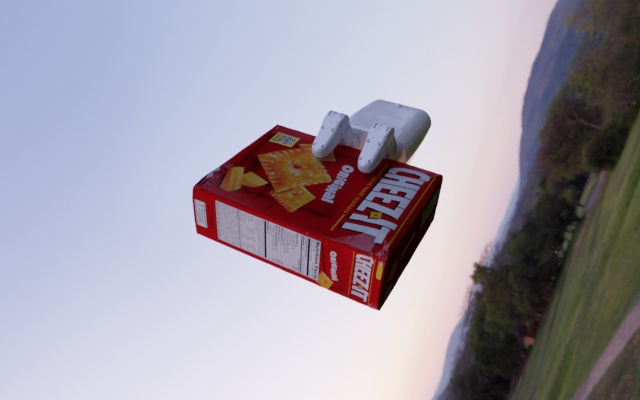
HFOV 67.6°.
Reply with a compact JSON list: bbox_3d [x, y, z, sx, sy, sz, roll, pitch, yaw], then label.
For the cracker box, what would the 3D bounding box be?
[{"bbox_3d":[0.000,0.002,0.507,0.213,0.072,0.164,19,39,22],"label":"cracker box"}]
